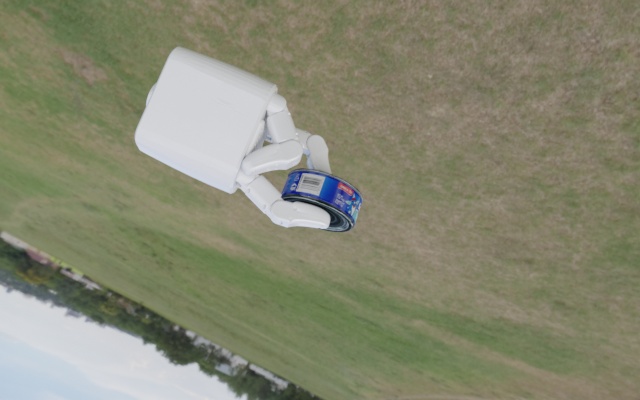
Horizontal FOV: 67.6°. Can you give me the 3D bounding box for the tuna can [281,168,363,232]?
[{"bbox_3d":[0.000,0.002,0.510,0.086,0.033,0.086,17,-21,7],"label":"tuna can"}]
